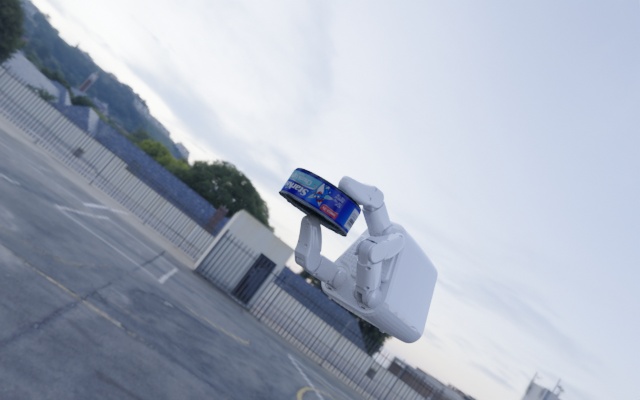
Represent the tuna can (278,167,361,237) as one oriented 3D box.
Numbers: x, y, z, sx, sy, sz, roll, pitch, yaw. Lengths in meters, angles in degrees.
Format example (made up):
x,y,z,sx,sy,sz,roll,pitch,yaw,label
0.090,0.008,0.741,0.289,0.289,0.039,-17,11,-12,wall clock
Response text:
x,y,z,sx,sy,sz,roll,pitch,yaw,label
0.000,0.001,0.505,0.086,0.033,0.086,33,-8,5,tuna can
